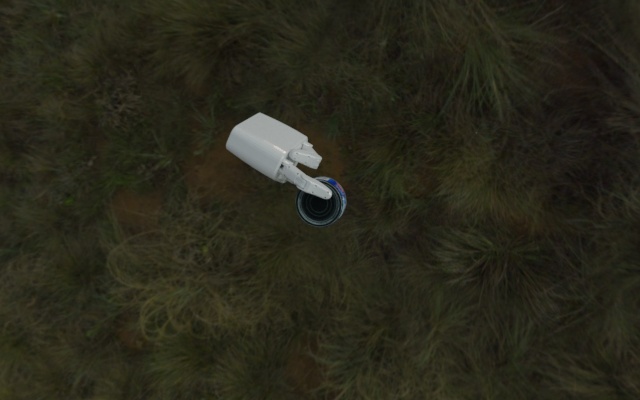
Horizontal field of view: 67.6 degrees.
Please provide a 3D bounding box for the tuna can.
[{"bbox_3d":[0.000,0.003,0.828,0.086,0.086,0.033,0,11,13],"label":"tuna can"}]
